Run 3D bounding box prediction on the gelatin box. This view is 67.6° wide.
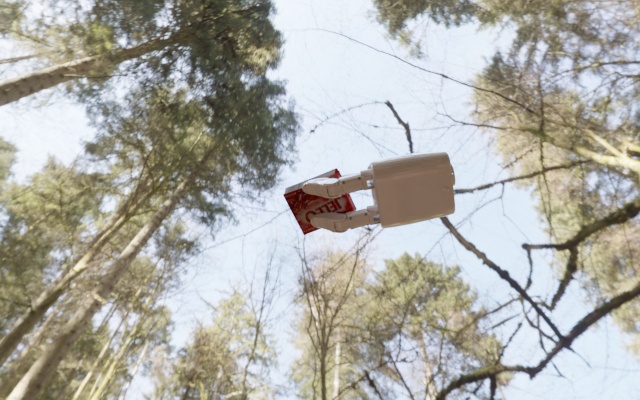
[{"bbox_3d":[0.000,0.002,0.708,0.089,0.073,0.030,-21,22,15],"label":"gelatin box"}]
